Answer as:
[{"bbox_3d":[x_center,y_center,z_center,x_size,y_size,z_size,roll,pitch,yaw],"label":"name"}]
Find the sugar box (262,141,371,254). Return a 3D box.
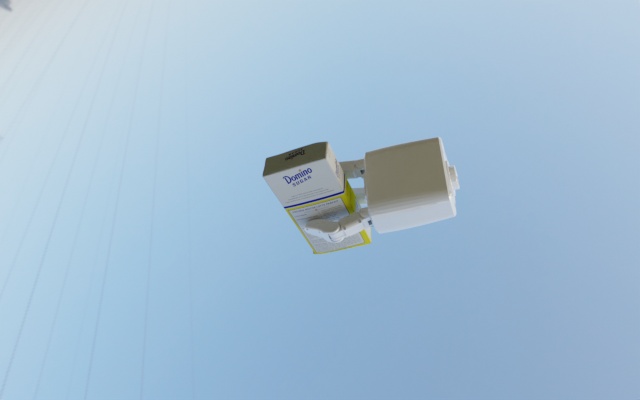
[{"bbox_3d":[0.000,0.002,0.671,0.093,0.176,0.048,-14,40,17],"label":"sugar box"}]
